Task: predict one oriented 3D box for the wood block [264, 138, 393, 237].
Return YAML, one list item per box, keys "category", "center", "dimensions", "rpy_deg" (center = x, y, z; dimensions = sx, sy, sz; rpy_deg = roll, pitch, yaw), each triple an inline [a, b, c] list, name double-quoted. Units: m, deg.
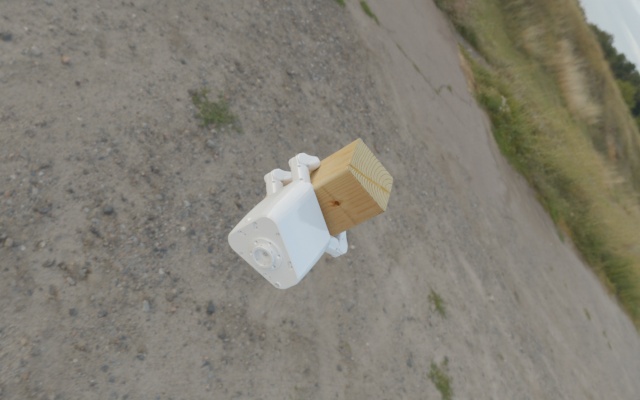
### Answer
- category: "wood block"
  center: [0.000, 0.003, 0.755]
  dimensions: [0.206, 0.091, 0.090]
  rpy_deg: [-28, 24, 33]
